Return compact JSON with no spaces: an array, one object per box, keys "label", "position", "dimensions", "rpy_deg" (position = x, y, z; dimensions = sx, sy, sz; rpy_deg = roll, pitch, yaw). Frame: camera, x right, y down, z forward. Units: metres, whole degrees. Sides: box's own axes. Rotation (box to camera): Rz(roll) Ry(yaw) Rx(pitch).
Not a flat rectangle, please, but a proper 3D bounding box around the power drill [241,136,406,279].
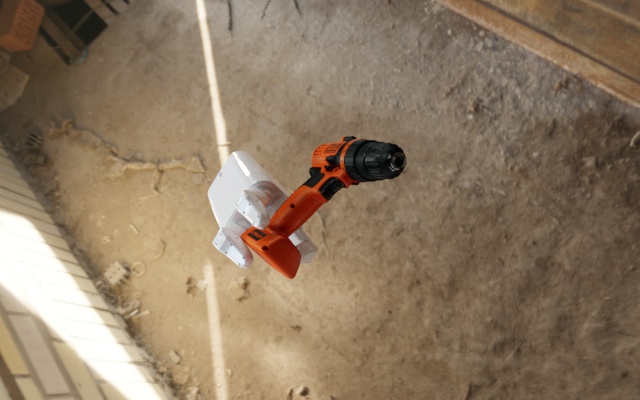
[{"label":"power drill","position":[0.000,0.002,0.564],"dimensions":[0.057,0.187,0.184],"rpy_deg":[47,-14,-19]}]
